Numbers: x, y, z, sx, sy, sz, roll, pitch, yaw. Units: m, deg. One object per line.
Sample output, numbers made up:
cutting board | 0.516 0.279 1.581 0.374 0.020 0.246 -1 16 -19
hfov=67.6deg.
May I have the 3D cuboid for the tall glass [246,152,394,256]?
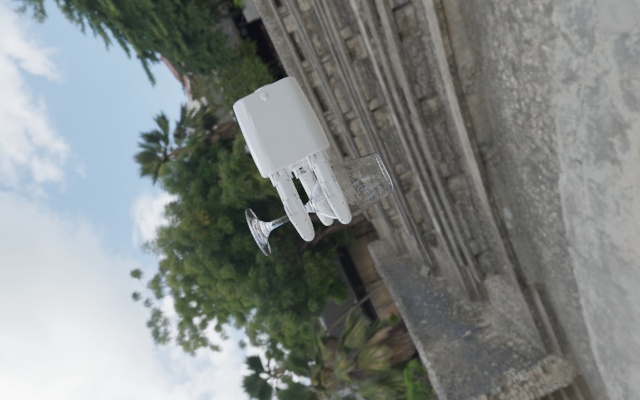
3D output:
tall glass | 0.000 0.003 0.676 0.201 0.079 0.079 -25 -1 3
